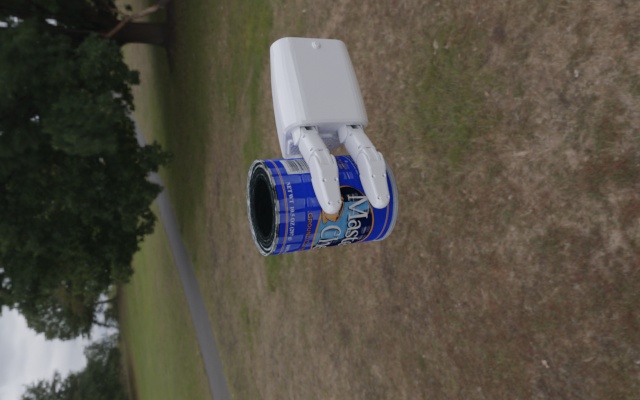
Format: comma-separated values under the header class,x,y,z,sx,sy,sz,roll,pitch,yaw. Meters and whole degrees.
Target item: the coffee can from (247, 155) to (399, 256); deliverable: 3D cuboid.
class,x,y,z,sx,sy,sz,roll,pitch,yaw
coffee can,0.000,0.002,0.530,0.140,0.103,0.103,-6,2,-24
